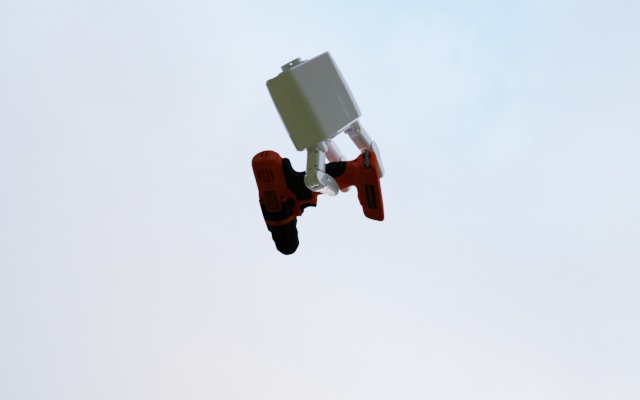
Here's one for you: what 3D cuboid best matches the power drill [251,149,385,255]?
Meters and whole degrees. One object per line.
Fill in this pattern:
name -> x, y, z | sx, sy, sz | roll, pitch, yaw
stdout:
power drill -> 0.001, 0.002, 0.724 | 0.187, 0.185, 0.057 | -7, 34, 7
